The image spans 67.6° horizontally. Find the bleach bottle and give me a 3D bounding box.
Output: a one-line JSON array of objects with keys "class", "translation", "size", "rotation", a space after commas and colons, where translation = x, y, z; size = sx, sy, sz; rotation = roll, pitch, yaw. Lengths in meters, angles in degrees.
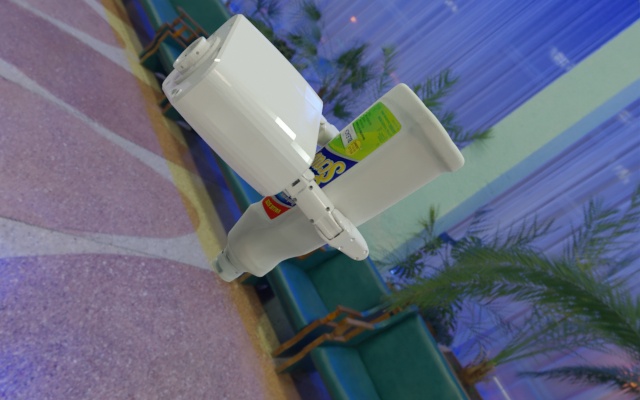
[{"class": "bleach bottle", "translation": [0.000, 0.001, 0.446], "size": [0.251, 0.068, 0.102], "rotation": [-37, 32, 13]}]
